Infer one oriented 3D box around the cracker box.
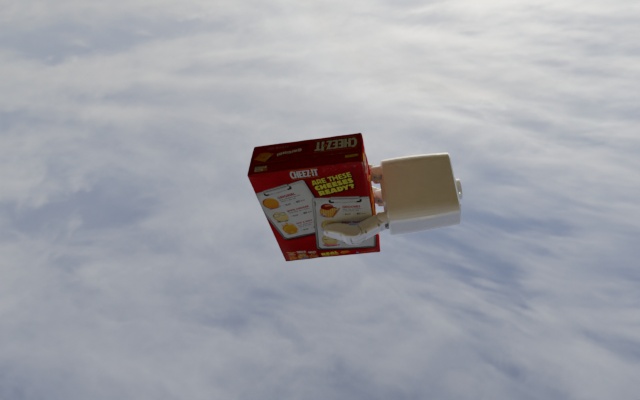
[{"bbox_3d":[0.000,0.003,0.741,0.164,0.072,0.214,-7,-42,10],"label":"cracker box"}]
